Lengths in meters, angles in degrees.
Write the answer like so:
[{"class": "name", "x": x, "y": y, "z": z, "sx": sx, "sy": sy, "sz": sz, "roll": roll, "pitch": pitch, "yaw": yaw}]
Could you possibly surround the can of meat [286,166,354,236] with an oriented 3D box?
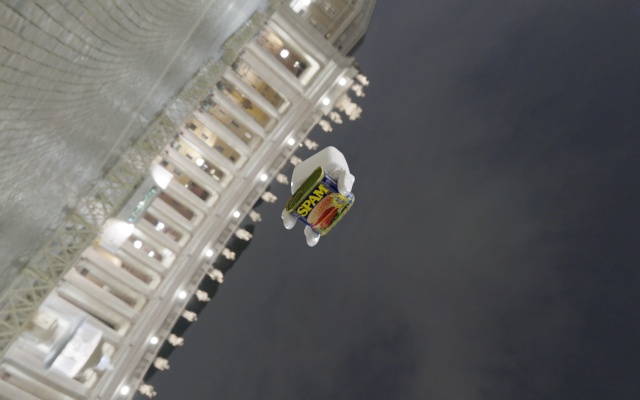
[{"class": "can of meat", "x": 0.000, "y": 0.003, "z": 0.877, "sx": 0.084, "sy": 0.102, "sz": 0.057, "roll": 38, "pitch": 15, "yaw": -19}]
